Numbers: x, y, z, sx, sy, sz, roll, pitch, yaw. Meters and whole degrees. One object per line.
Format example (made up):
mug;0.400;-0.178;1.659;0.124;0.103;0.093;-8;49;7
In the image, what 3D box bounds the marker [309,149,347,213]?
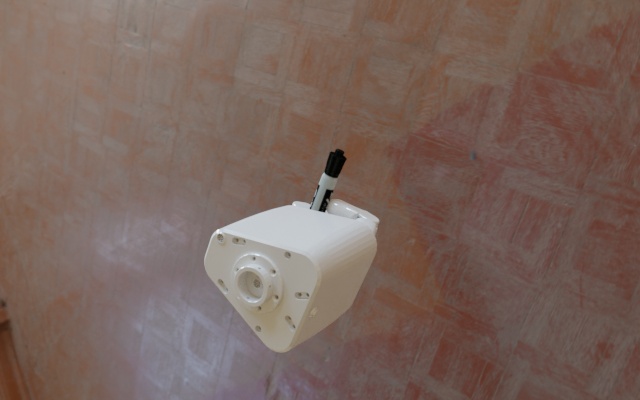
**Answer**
marker;0.000;0.002;0.511;0.020;0.121;0.020;19;19;-7
